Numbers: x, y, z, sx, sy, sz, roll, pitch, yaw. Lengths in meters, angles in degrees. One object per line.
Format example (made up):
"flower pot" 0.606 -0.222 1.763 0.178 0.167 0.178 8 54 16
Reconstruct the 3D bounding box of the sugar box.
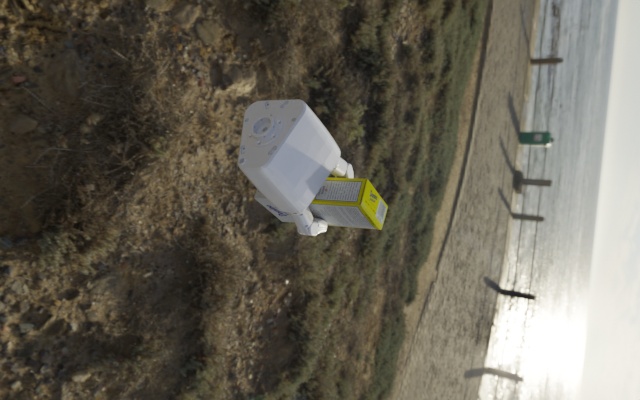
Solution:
"sugar box" 0.000 0.002 0.704 0.176 0.048 0.093 6 -23 30
